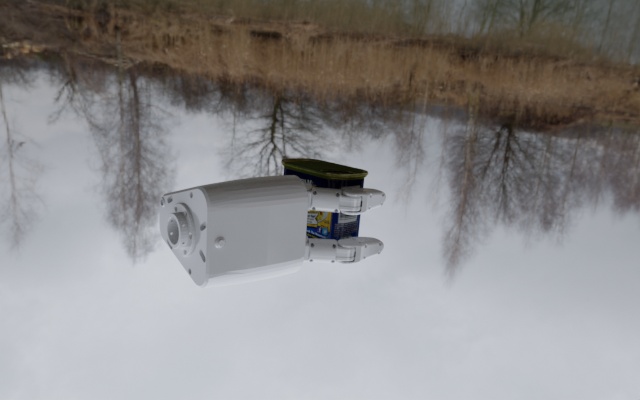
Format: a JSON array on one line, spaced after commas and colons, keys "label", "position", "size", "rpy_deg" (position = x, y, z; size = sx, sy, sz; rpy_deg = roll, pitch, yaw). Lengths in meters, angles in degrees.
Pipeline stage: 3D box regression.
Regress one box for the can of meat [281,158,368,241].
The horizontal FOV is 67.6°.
[{"label": "can of meat", "position": [0.000, 0.002, 0.535], "size": [0.057, 0.084, 0.102], "rpy_deg": [-7, 17, -44]}]
